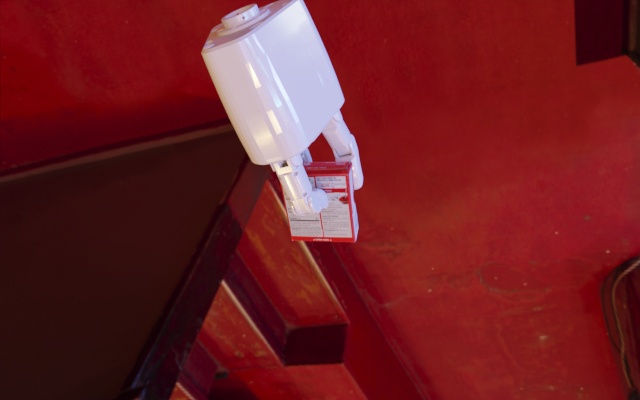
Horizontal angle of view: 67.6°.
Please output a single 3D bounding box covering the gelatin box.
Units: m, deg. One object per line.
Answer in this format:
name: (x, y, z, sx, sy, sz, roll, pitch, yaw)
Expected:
gelatin box: (0.000, 0.002, 0.512, 0.073, 0.089, 0.030, 0, 33, 13)
